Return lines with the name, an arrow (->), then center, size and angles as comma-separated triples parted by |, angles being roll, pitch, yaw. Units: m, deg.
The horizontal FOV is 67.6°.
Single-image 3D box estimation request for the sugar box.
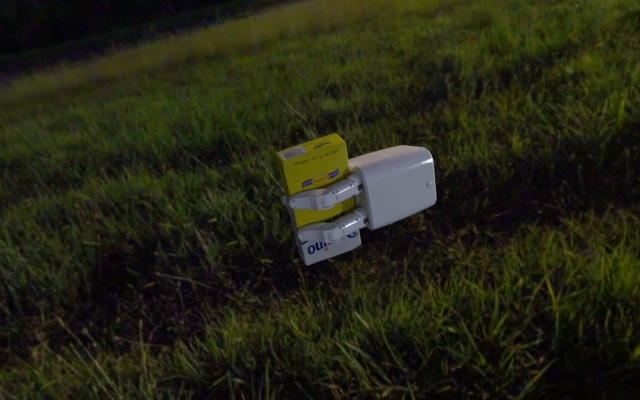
sugar box -> 0.000, 0.002, 0.682 | 0.093, 0.176, 0.048 | -19, 30, -11
